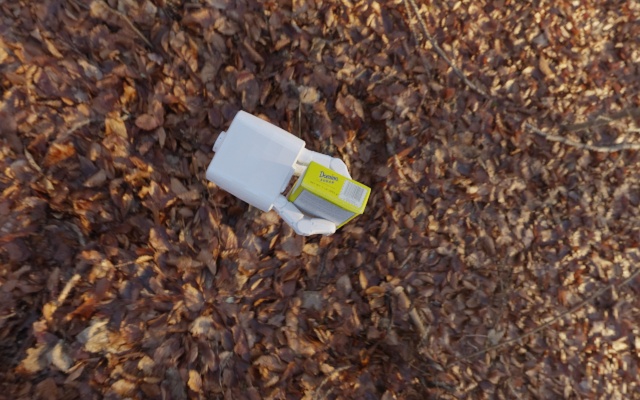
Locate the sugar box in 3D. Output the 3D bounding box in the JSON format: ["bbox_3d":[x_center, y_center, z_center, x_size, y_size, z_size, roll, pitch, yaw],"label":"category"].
[{"bbox_3d":[0.000,0.002,0.714,0.093,0.048,0.176,26,-16,-8],"label":"sugar box"}]
